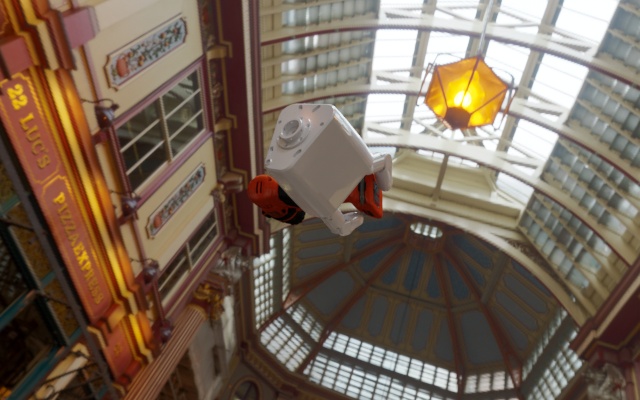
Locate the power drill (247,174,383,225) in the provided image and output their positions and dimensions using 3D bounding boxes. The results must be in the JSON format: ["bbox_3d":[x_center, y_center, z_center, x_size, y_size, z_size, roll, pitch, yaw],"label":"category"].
[{"bbox_3d":[0.000,0.002,0.750,0.187,0.057,0.184,-4,-14,15],"label":"power drill"}]
